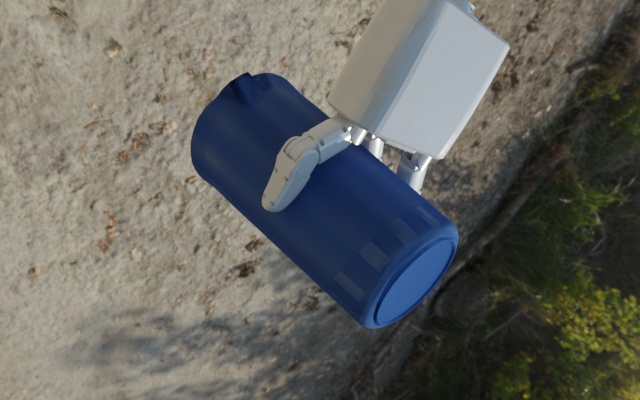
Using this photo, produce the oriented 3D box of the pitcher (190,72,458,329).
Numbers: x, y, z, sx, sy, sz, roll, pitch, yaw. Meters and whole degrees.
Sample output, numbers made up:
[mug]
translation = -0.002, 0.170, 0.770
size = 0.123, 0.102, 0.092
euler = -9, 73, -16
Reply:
[pitcher]
translation = 0.000, 0.001, 0.441
size = 0.242, 0.145, 0.149
euler = 42, 22, 31
